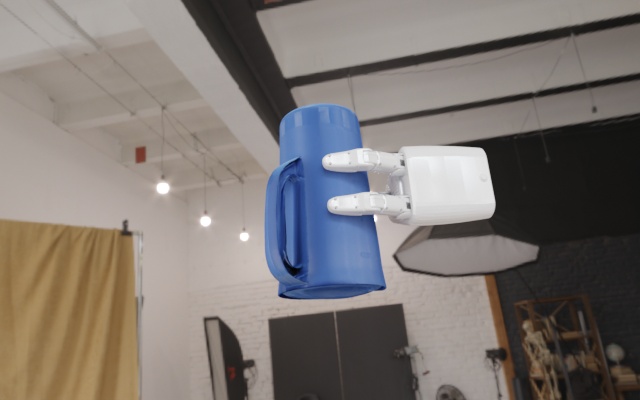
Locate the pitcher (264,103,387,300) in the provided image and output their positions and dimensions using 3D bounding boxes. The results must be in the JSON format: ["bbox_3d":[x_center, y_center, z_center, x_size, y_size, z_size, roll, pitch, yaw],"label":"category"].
[{"bbox_3d":[0.000,0.002,0.608,0.145,0.242,0.149,-3,-18,-6],"label":"pitcher"}]
